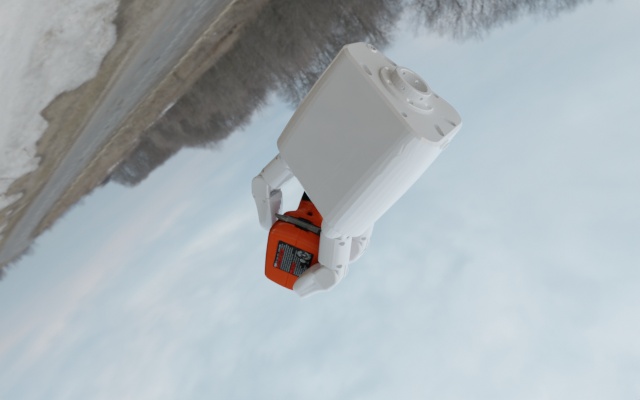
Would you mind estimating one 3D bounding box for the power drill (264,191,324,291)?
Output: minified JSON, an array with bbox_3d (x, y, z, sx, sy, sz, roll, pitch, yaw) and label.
[{"bbox_3d":[0.000,0.002,0.516,0.057,0.187,0.185,19,-36,5],"label":"power drill"}]
